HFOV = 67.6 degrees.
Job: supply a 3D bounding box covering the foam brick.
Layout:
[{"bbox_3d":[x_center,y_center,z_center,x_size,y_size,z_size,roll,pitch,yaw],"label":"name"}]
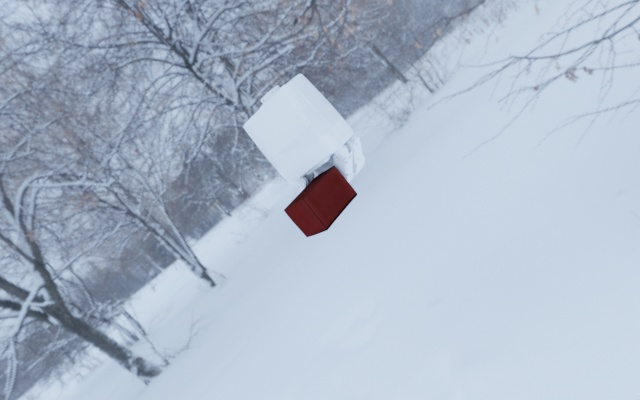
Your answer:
[{"bbox_3d":[0.000,0.002,0.636,0.053,0.051,0.078,-27,17,52],"label":"foam brick"}]
